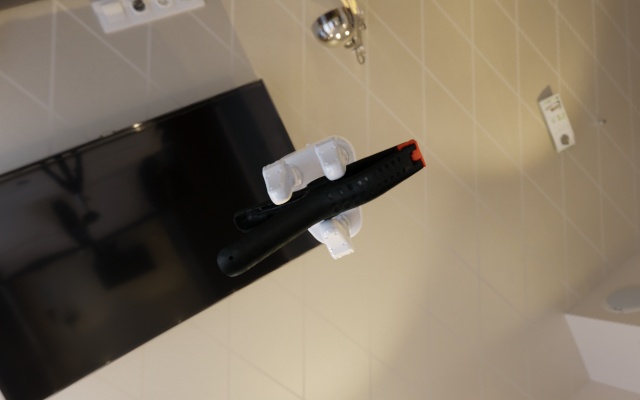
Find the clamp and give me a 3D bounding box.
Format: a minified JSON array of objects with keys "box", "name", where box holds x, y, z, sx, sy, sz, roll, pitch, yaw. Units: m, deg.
[{"box":[0.001,0.002,0.446,0.210,0.036,0.164,-24,13,6],"name":"clamp"}]
